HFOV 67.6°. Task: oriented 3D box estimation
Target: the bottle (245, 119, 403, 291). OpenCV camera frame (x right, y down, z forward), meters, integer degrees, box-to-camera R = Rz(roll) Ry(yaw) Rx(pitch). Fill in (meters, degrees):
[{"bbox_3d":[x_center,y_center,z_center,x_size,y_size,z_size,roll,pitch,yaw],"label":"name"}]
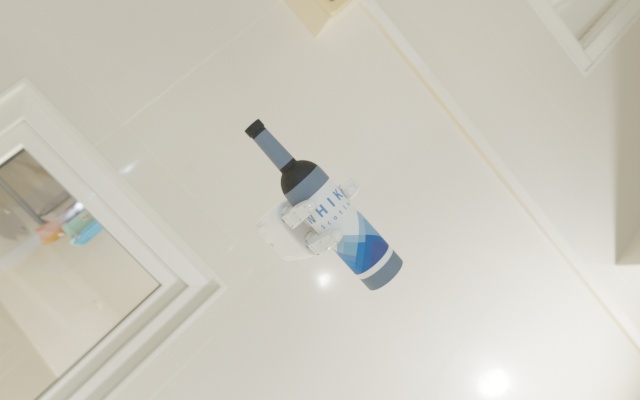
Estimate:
[{"bbox_3d":[0.000,0.002,0.691,0.069,0.296,0.069,-41,8,7],"label":"bottle"}]
